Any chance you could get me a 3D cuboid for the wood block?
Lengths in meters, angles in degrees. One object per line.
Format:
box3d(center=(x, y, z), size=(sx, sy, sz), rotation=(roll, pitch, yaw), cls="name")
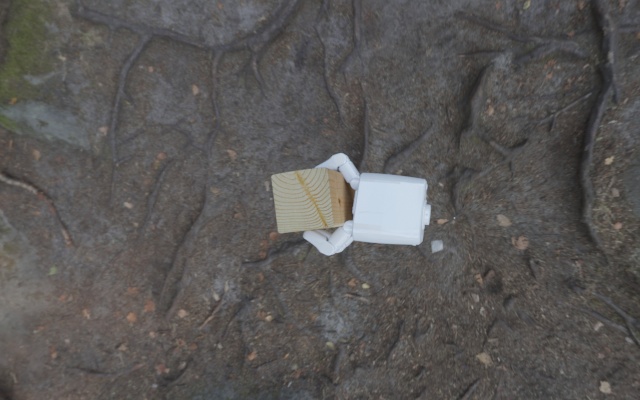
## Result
box3d(center=(0.000, 0.002, 0.801), size=(0.090, 0.091, 0.206), rotation=(-8, -4, 15), cls="wood block")
